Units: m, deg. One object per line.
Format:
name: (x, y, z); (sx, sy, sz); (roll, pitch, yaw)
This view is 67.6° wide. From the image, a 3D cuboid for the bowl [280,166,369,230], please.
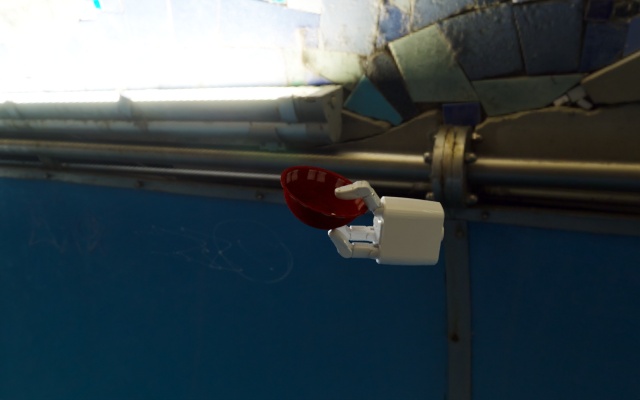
bowl: (-0.001, 0.003, 0.837); (0.162, 0.055, 0.162); (17, 29, -9)
